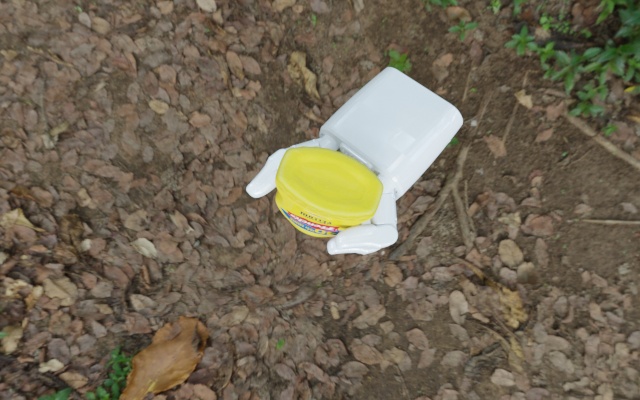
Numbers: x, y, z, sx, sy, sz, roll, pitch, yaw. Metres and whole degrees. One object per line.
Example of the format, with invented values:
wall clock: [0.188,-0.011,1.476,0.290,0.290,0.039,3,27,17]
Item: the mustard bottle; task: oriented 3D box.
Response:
mustard bottle: [0.000,0.002,0.507,0.096,0.058,0.192,19,-13,-2]
